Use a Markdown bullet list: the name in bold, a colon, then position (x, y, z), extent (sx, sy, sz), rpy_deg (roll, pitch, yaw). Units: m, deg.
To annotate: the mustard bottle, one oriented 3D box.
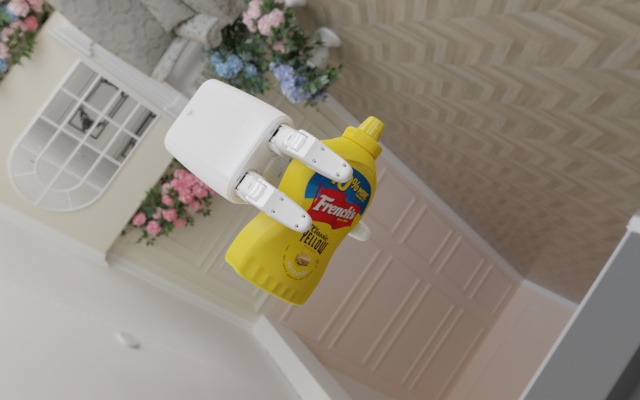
- **mustard bottle**: position (0.000, 0.002, 0.456), extent (0.096, 0.191, 0.058), rpy_deg (38, -5, -39)
